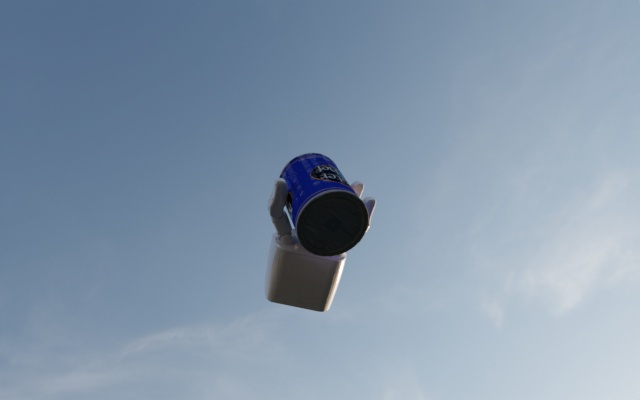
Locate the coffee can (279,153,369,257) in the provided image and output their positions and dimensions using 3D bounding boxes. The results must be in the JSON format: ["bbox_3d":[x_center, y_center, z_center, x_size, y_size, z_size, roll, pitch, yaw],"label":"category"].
[{"bbox_3d":[0.000,0.002,0.706,0.103,0.103,0.140,0,27,-16],"label":"coffee can"}]
